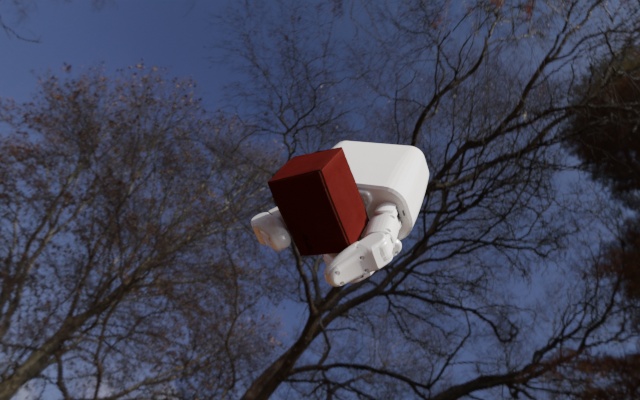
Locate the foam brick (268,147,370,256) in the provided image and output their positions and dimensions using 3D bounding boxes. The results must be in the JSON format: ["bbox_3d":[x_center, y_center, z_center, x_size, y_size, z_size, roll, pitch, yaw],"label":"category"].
[{"bbox_3d":[0.000,0.001,0.411,0.053,0.078,0.051,-8,26,30],"label":"foam brick"}]
